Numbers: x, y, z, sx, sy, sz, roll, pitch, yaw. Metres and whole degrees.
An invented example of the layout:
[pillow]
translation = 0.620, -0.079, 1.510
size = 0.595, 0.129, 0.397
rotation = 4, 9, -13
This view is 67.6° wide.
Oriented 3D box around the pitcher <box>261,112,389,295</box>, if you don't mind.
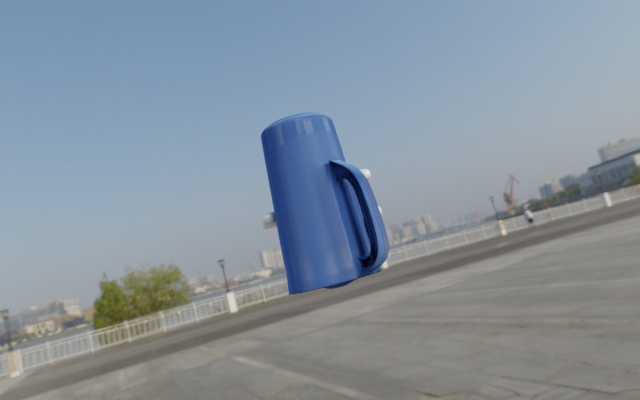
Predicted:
[pitcher]
translation = 0.000, 0.002, 0.673
size = 0.149, 0.243, 0.145
rotation = -15, -7, 3
